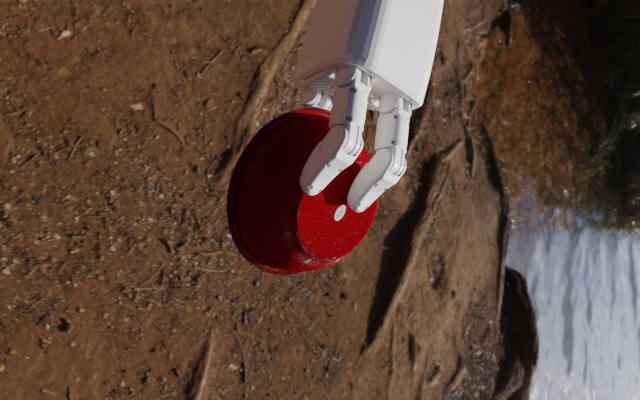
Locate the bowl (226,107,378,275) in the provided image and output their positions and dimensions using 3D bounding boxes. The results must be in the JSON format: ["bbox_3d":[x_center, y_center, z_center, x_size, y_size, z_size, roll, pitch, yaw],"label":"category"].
[{"bbox_3d":[0.000,0.003,0.428,0.162,0.162,0.055,0,17,-40],"label":"bowl"}]
